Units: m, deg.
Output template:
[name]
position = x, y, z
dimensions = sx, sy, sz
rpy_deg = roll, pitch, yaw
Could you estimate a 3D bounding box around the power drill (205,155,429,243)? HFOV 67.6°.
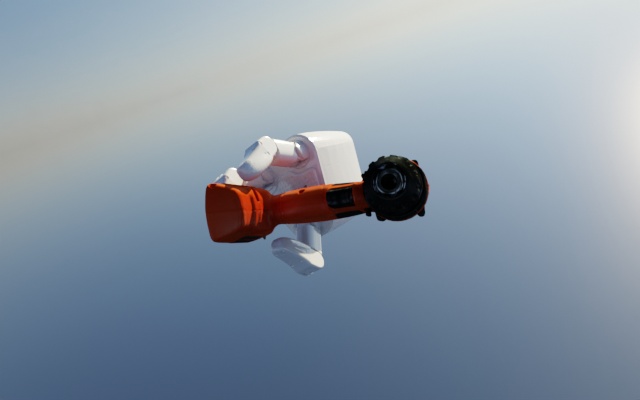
[power drill]
position = 0.000, 0.001, 0.419
dimensions = 0.187, 0.057, 0.184
rpy_deg = -6, -6, 13
